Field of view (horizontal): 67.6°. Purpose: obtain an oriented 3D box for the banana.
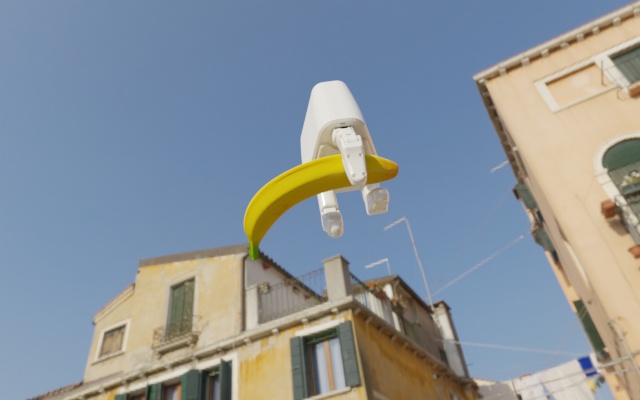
[{"bbox_3d":[-0.012,-0.010,0.531,0.198,0.070,0.037,-30,32,7],"label":"banana"}]
